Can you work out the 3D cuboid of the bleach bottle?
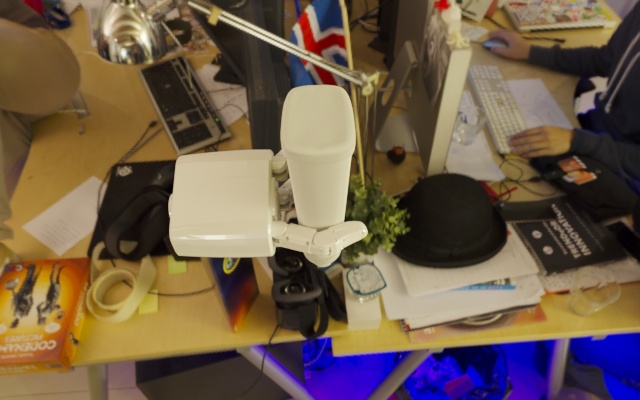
[{"bbox_3d":[0.000,0.002,0.532,0.068,0.102,0.251,-1,-40,1],"label":"bleach bottle"}]
